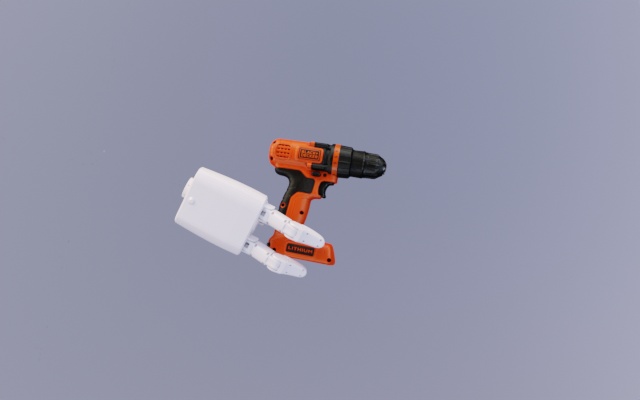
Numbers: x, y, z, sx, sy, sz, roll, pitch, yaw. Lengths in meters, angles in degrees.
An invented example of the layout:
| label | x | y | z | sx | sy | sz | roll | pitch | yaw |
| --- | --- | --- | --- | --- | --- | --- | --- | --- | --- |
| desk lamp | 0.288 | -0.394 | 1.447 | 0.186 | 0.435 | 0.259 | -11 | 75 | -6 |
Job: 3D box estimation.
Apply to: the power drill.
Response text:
| label | x | y | z | sx | sy | sz | roll | pitch | yaw |
| --- | --- | --- | --- | --- | --- | --- | --- | --- | --- |
| power drill | 0.000 | 0.003 | 0.739 | 0.184 | 0.187 | 0.057 | 9 | -8 | 7 |
